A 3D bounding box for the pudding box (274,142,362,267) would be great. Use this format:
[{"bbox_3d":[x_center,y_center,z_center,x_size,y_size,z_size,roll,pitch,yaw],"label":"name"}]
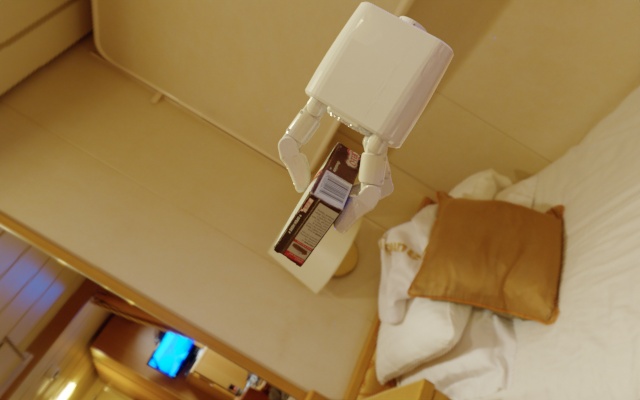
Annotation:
[{"bbox_3d":[0.000,0.002,0.505,0.039,0.090,0.113,32,36,-2],"label":"pudding box"}]
